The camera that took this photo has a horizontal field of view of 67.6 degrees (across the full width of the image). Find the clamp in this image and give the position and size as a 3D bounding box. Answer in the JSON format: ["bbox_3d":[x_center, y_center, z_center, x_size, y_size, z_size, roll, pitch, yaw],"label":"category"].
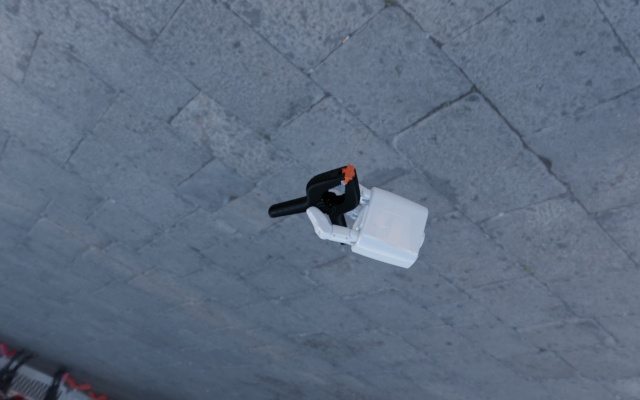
[{"bbox_3d":[0.000,0.003,0.833,0.164,0.036,0.210,17,-35,-6],"label":"clamp"}]
